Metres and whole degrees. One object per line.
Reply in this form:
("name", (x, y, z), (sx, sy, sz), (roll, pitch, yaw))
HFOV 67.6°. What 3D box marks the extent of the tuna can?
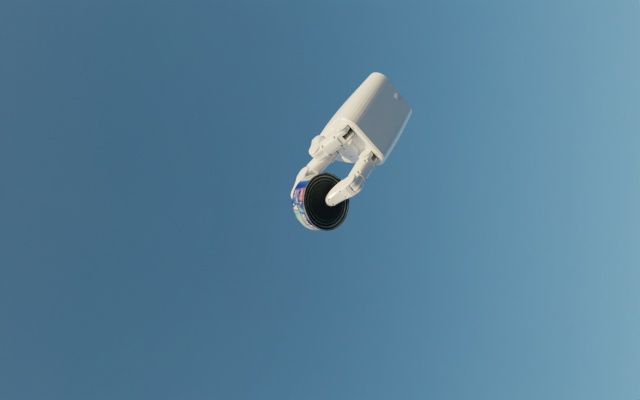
("tuna can", (0.000, 0.002, 0.713), (0.086, 0.086, 0.034), (0, -3, -38))
